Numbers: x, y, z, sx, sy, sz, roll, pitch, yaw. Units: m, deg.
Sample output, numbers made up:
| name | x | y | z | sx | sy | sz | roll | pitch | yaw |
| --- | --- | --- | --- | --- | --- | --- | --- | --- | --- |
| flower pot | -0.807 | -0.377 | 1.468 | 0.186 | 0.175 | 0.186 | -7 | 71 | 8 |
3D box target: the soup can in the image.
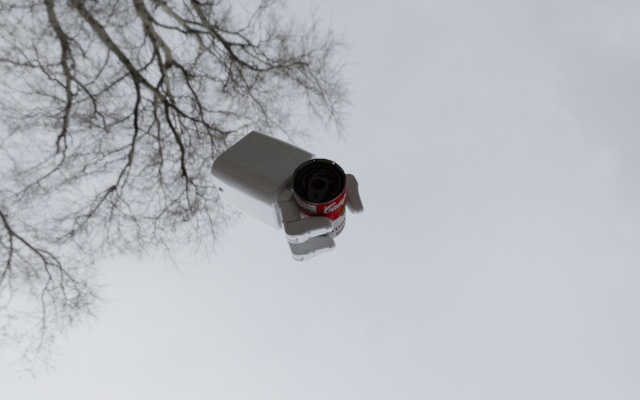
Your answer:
| name | x | y | z | sx | sy | sz | roll | pitch | yaw |
| --- | --- | --- | --- | --- | --- | --- | --- | --- | --- |
| soup can | 0.001 | 0.002 | 0.627 | 0.068 | 0.068 | 0.102 | 0 | -32 | 3 |
